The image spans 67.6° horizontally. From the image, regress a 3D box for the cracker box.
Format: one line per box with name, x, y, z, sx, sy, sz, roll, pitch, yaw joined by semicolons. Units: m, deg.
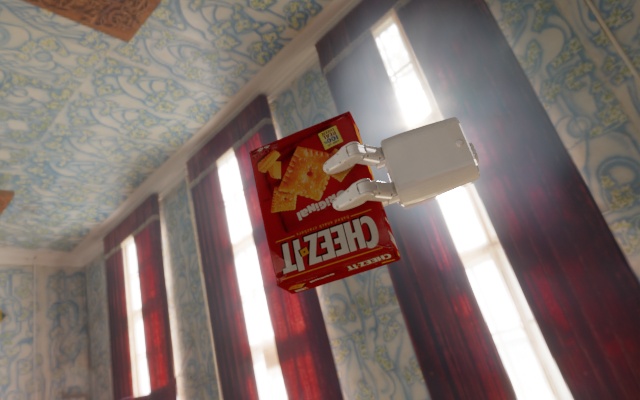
cracker box;0.000;0.002;0.672;0.164;0.213;0.072;-20;-24;11
